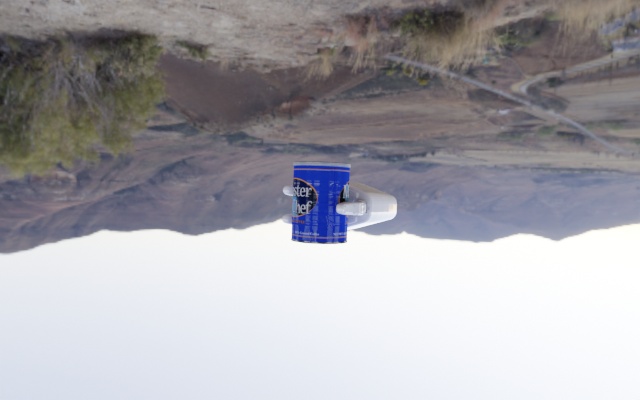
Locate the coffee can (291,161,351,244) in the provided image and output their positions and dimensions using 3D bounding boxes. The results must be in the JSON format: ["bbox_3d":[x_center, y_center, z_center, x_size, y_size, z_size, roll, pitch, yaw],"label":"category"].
[{"bbox_3d":[0.000,0.003,0.854,0.103,0.140,0.103,2,2,0],"label":"coffee can"}]
